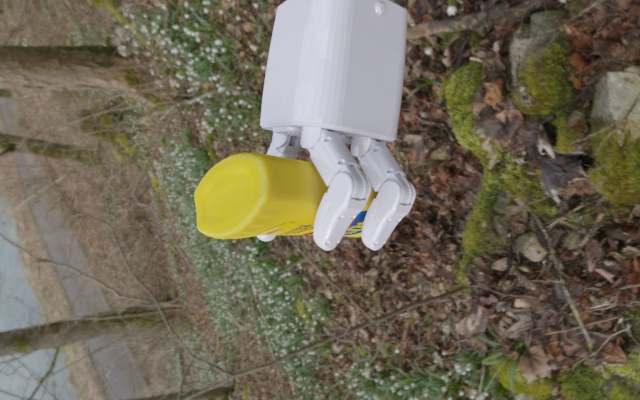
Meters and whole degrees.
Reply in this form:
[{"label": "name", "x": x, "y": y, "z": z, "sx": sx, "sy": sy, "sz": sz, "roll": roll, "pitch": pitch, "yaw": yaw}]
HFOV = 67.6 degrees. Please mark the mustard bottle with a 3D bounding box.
[{"label": "mustard bottle", "x": 0.000, "y": 0.002, "z": 0.403, "sx": 0.191, "sy": 0.058, "sz": 0.096, "roll": 3, "pitch": -19, "yaw": -44}]
